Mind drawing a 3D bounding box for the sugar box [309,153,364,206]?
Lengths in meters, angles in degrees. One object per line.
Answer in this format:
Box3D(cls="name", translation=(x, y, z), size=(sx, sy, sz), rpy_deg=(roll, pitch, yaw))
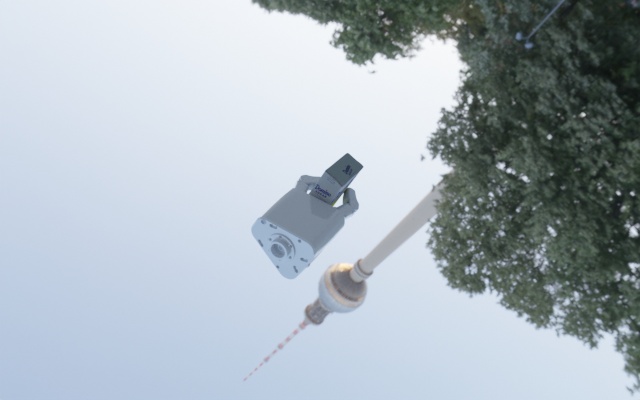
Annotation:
Box3D(cls="sugar box", translation=(0.000, 0.003, 0.843), size=(0.176, 0.048, 0.093), rpy_deg=(-50, -5, 37))
